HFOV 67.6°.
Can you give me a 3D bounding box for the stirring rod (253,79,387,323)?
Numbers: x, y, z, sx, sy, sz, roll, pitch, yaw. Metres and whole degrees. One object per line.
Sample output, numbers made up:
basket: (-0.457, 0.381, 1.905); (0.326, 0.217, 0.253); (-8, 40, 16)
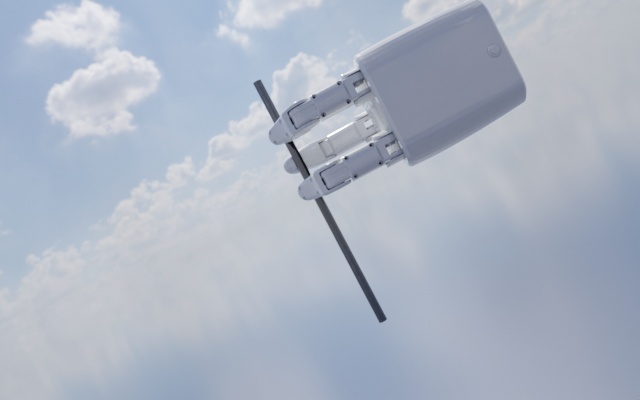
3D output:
stirring rod: (0.000, 0.001, 0.425); (0.011, 0.239, 0.011); (-28, 2, 1)
